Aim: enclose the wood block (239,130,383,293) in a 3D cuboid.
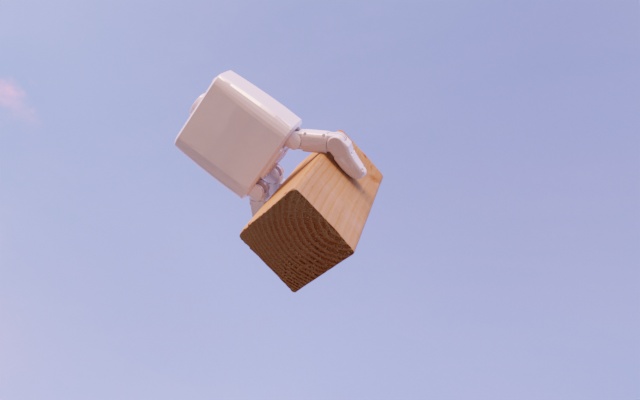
[{"bbox_3d":[0.000,0.001,0.568,0.091,0.090,0.206,-38,10,28],"label":"wood block"}]
